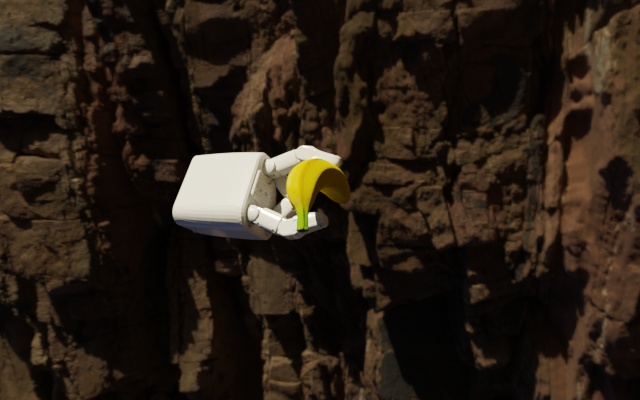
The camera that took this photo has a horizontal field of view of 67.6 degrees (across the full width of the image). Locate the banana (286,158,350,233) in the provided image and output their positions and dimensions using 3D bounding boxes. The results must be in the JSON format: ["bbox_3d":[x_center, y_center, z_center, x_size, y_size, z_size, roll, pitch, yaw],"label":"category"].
[{"bbox_3d":[-0.001,-0.016,0.561,0.037,0.069,0.198,1,9,18],"label":"banana"}]
